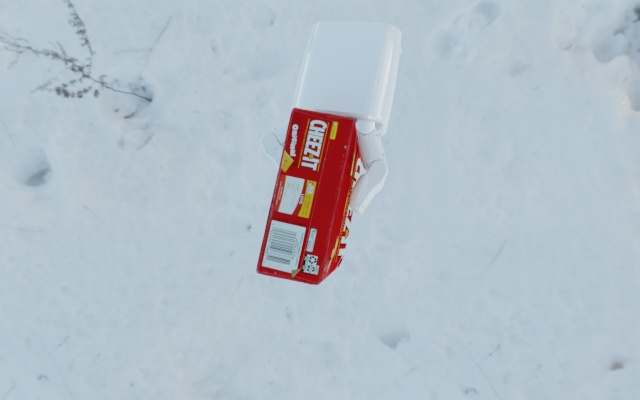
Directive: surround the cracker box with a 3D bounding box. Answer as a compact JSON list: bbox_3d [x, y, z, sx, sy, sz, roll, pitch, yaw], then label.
[{"bbox_3d":[0.000,0.002,0.551,0.072,0.164,0.214,12,-2,8],"label":"cracker box"}]
